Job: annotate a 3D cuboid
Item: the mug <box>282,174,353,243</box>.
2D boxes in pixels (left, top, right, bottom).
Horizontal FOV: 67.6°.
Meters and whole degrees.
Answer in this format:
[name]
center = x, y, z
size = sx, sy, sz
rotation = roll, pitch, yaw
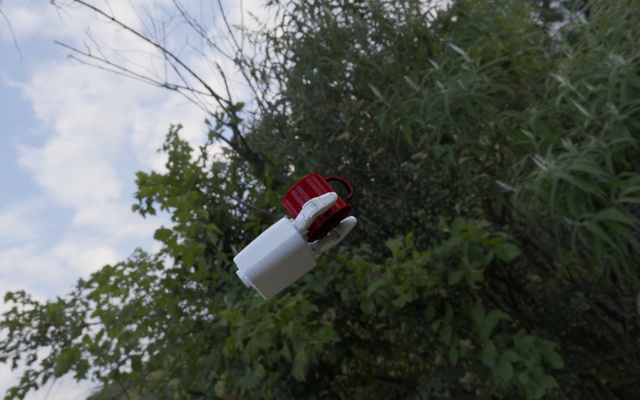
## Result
[mug]
center = 0.001, 0.002, 0.796
size = 0.117, 0.081, 0.093
rotation = -38, -15, -12
